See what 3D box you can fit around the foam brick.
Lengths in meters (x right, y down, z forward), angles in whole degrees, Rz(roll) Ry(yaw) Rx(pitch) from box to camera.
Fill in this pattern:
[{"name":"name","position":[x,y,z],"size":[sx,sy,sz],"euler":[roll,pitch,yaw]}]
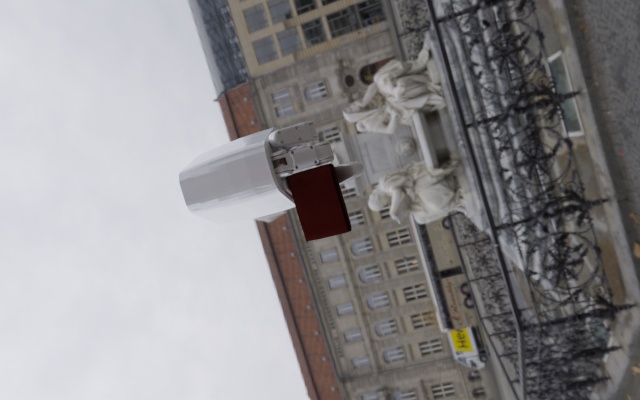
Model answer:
[{"name":"foam brick","position":[0.000,0.002,0.540],"size":[0.051,0.078,0.053],"euler":[-17,1,5]}]
